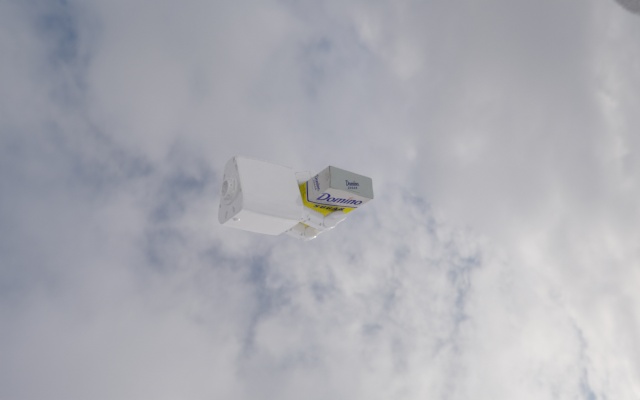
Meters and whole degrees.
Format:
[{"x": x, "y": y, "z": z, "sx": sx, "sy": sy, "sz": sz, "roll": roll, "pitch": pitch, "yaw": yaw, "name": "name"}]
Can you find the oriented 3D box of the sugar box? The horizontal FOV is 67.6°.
[{"x": 0.000, "y": 0.003, "z": 0.830, "sx": 0.093, "sy": 0.048, "sz": 0.176, "roll": 14, "pitch": -27, "yaw": -33, "name": "sugar box"}]
